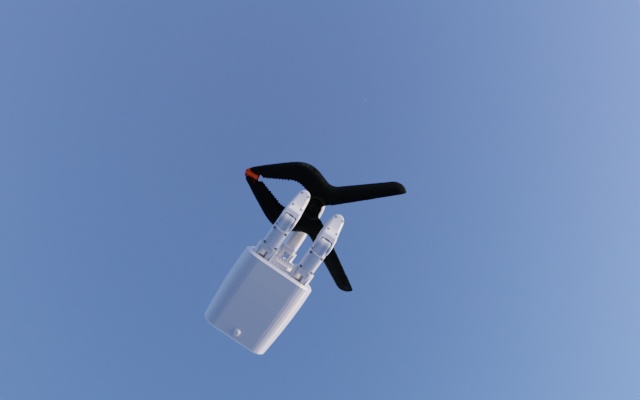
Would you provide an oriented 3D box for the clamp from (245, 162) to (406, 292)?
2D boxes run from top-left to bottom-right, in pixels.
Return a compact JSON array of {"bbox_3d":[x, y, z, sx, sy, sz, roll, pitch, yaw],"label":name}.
[{"bbox_3d":[-0.001,0.002,0.642,0.210,0.164,0.036,35,2,-5],"label":"clamp"}]
